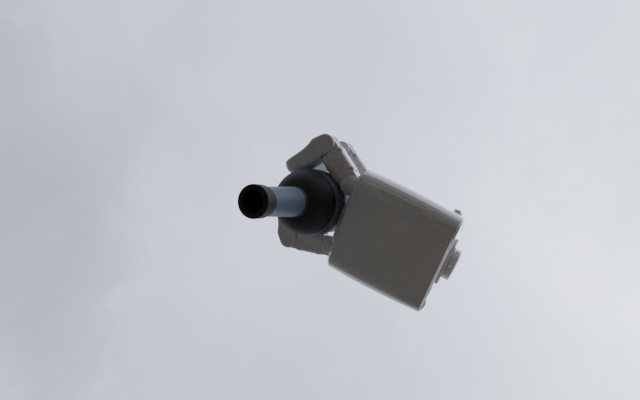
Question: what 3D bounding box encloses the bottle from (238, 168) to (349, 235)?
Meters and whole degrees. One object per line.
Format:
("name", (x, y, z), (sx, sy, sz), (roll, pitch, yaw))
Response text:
("bottle", (0.000, 0.002, 0.507), (0.069, 0.069, 0.296), (0, 0, 21))
